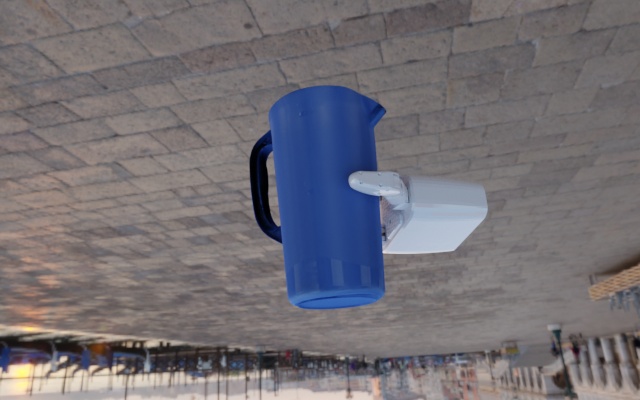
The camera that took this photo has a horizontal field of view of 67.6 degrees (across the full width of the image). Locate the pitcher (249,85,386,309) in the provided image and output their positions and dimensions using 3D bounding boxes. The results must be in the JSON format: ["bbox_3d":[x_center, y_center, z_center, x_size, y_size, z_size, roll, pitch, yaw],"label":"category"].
[{"bbox_3d":[0.000,0.002,0.568,0.145,0.242,0.149,3,-21,-19],"label":"pitcher"}]
